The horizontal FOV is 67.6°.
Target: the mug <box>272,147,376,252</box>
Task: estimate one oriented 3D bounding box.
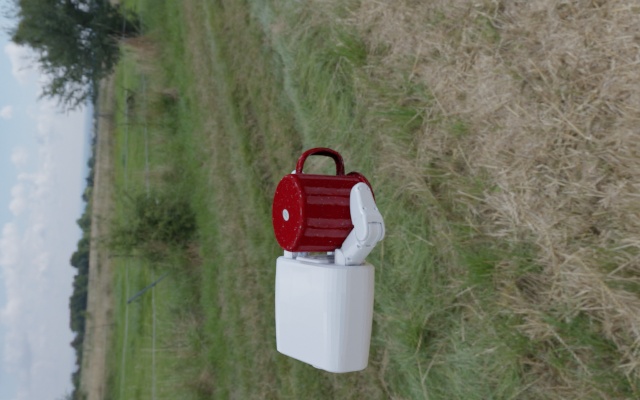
[{"bbox_3d":[0.000,0.000,0.505,0.081,0.117,0.093,2,-2,-27],"label":"mug"}]
